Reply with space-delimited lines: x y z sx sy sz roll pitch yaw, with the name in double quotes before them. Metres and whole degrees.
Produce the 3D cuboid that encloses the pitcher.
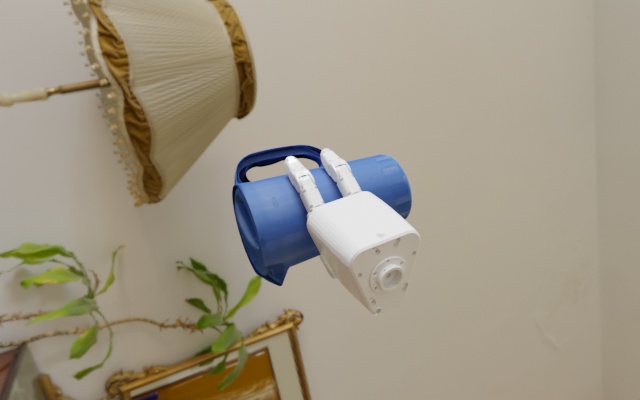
"pitcher" 0.000 0.002 0.687 0.243 0.149 0.145 -17 31 -20
